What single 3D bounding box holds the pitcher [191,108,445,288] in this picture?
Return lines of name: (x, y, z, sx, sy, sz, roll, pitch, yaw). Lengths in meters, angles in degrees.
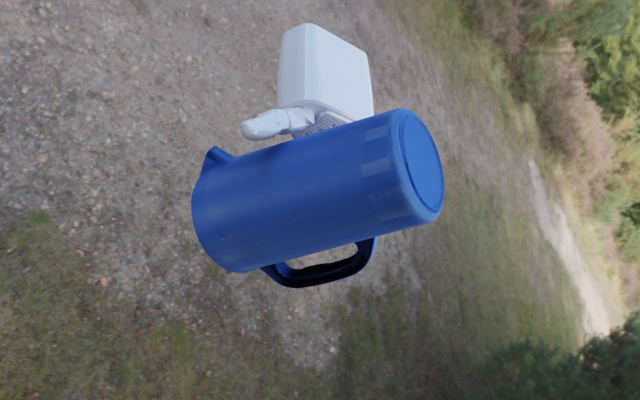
pitcher: (0.000, 0.001, 0.496, 0.243, 0.145, 0.149, -15, -25, 32)
